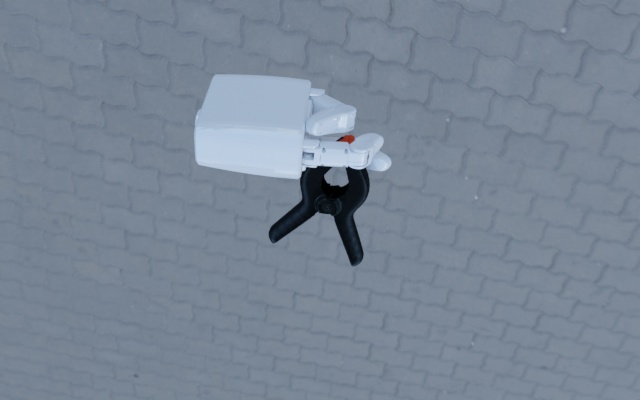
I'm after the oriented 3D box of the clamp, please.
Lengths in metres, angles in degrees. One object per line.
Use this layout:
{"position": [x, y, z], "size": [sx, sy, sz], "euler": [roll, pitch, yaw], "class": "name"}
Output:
{"position": [0.000, 0.002, 0.556], "size": [0.120, 0.172, 0.039], "euler": [6, 32, -1], "class": "clamp"}
